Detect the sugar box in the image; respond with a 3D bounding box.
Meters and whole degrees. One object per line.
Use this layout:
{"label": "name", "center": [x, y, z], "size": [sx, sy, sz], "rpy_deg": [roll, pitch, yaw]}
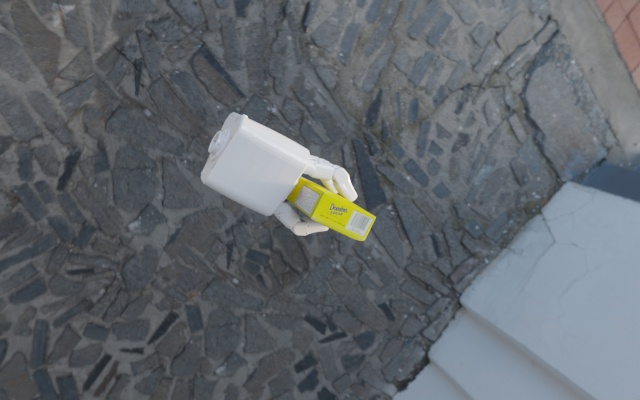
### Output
{"label": "sugar box", "center": [0.000, 0.002, 0.717], "size": [0.093, 0.048, 0.176], "rpy_deg": [26, 5, -27]}
